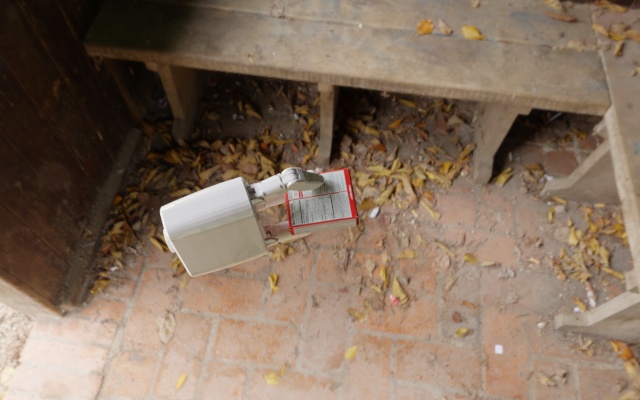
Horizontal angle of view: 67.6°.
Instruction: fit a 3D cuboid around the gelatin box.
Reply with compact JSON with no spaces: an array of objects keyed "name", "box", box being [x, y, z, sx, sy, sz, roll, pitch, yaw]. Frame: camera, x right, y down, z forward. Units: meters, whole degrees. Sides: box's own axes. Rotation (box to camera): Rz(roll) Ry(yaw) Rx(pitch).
[{"name":"gelatin box","box":[0.000,0.002,0.618,0.089,0.073,0.030,-9,-27,1]}]
